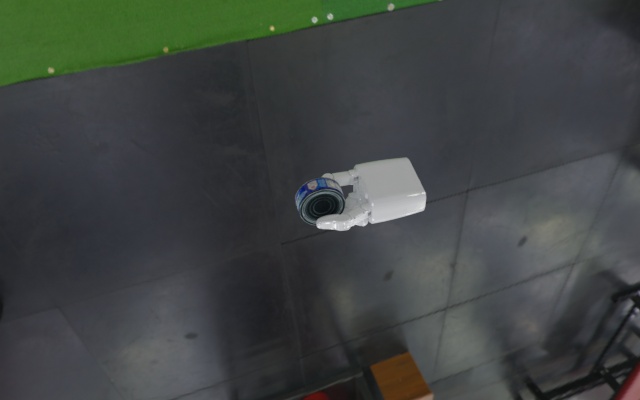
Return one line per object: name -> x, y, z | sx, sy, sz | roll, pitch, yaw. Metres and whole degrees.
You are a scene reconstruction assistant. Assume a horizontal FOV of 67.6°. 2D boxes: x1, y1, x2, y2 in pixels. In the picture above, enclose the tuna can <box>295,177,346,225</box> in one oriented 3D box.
tuna can -> 0.000, 0.003, 0.840 | 0.086, 0.086, 0.033 | 0, 39, -17
